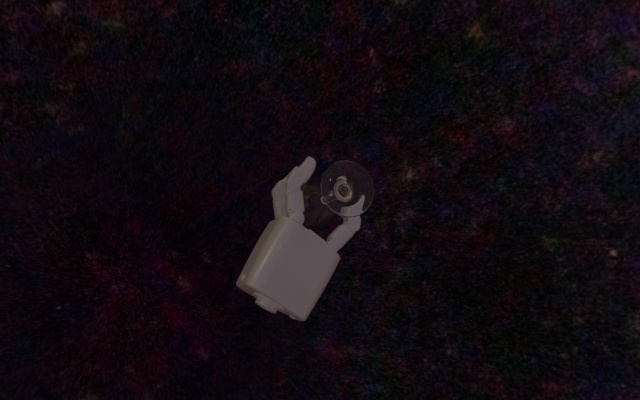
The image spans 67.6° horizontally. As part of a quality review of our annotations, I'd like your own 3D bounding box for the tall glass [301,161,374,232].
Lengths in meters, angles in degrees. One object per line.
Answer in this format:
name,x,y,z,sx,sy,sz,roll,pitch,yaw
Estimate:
tall glass,0.000,0.002,0.701,0.079,0.079,0.201,0,-10,-21
